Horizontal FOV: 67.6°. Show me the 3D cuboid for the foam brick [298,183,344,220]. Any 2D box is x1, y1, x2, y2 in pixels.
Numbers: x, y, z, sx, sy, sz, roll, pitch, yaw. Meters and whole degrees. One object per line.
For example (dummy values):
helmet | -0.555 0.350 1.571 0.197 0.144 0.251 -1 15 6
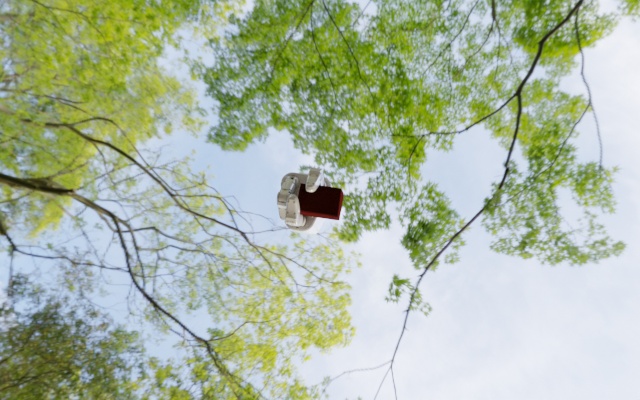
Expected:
foam brick | 0.000 0.003 0.869 0.078 0.053 0.051 9 -10 10
